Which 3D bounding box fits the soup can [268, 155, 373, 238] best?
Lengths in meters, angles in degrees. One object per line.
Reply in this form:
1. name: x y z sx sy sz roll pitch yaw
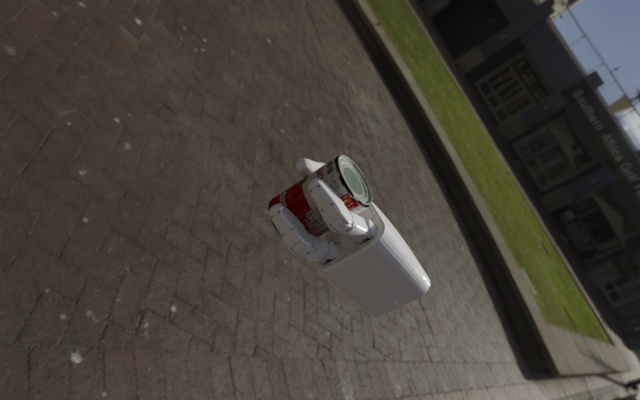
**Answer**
1. soup can: 0.000 0.001 0.547 0.102 0.068 0.068 -32 -15 24
